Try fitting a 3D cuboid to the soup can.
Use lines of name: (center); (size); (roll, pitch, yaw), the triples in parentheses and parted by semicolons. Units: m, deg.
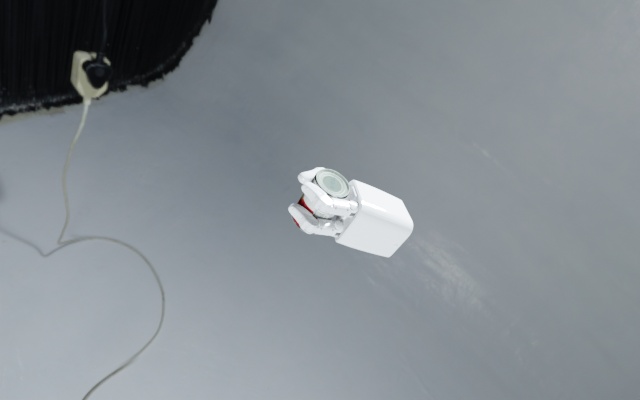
soup can: (0.000, 0.002, 0.833); (0.068, 0.068, 0.102); (0, -40, -34)
